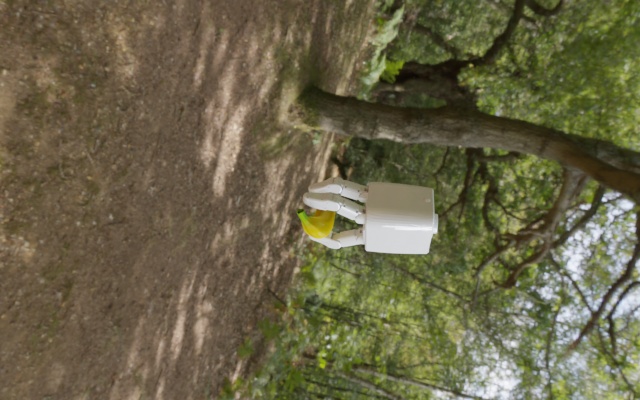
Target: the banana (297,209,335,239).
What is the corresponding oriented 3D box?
[{"bbox_3d":[0.002,0.022,0.820,0.037,0.070,0.197,-6,13,12],"label":"banana"}]
